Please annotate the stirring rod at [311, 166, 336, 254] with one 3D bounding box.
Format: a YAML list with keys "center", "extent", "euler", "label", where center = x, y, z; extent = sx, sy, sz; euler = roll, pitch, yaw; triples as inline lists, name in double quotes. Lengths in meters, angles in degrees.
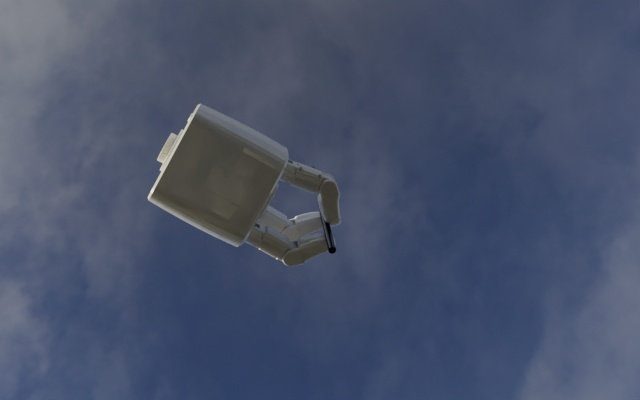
- center: [0.000, 0.002, 0.594]
  extent: [0.011, 0.011, 0.239]
  euler: [0, 24, -6]
  label: "stirring rod"
